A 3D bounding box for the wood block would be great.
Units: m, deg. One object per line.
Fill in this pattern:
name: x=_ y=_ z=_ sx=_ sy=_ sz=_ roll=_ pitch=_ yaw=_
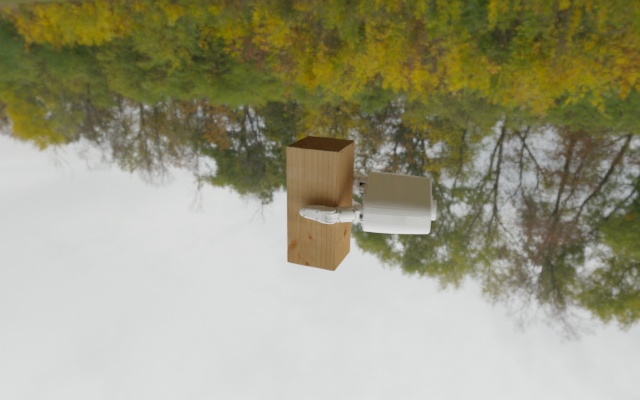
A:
wood block: x=0.000 y=0.003 z=0.814 sx=0.090 sy=0.206 sz=0.090 roll=8 pitch=21 yaw=20
